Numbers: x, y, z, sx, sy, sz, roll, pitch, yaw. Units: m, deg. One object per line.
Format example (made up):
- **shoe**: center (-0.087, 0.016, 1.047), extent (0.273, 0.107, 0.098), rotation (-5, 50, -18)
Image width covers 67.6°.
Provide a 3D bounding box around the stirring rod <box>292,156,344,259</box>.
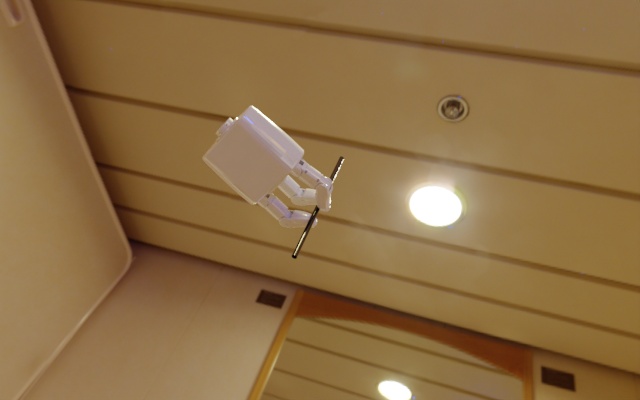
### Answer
- **stirring rod**: center (0.000, 0.002, 0.761), extent (0.011, 0.011, 0.239), rotation (0, 40, 24)
